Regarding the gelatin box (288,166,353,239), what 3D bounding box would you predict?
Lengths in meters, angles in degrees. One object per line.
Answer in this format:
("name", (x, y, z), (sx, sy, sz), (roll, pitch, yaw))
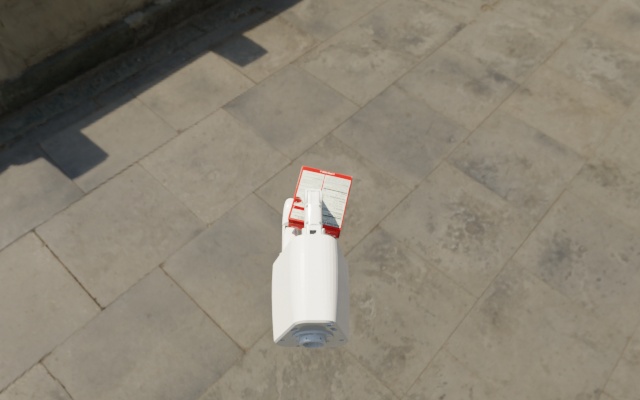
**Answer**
("gelatin box", (0.000, 0.002, 0.659), (0.073, 0.089, 0.030), (12, -28, 3))
